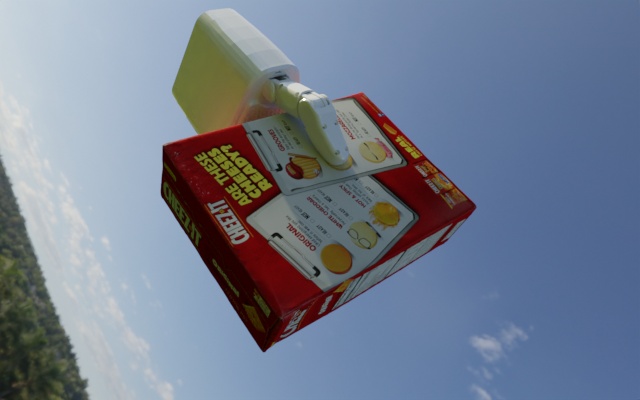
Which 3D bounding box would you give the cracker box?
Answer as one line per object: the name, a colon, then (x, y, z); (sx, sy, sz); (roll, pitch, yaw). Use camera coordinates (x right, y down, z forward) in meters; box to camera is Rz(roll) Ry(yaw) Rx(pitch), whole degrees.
cracker box: (0.000, 0.001, 0.408); (0.213, 0.164, 0.072); (-23, -28, -34)
